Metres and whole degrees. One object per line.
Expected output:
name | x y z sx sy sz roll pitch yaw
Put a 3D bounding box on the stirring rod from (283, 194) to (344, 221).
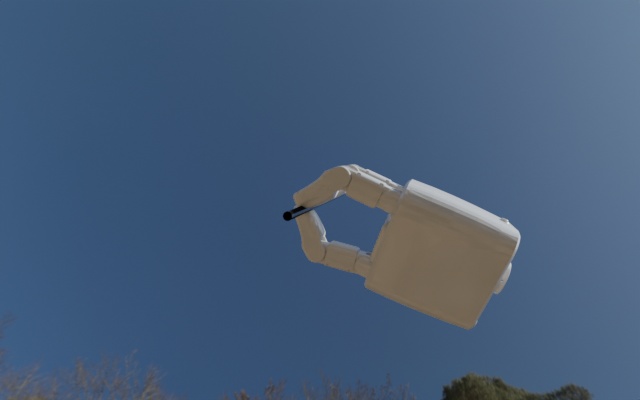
stirring rod | 0.000 0.002 0.512 0.011 0.011 0.239 0 5 13
